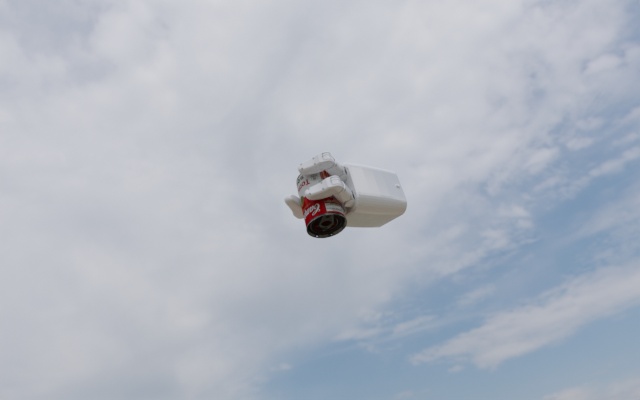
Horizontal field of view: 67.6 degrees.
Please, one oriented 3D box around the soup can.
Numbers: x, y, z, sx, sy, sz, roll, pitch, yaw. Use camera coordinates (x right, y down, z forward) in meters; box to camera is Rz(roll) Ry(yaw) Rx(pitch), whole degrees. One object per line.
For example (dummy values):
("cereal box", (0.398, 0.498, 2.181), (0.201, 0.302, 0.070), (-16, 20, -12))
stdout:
("soup can", (0.000, 0.002, 0.803), (0.068, 0.102, 0.069), (-10, -36, -7))
